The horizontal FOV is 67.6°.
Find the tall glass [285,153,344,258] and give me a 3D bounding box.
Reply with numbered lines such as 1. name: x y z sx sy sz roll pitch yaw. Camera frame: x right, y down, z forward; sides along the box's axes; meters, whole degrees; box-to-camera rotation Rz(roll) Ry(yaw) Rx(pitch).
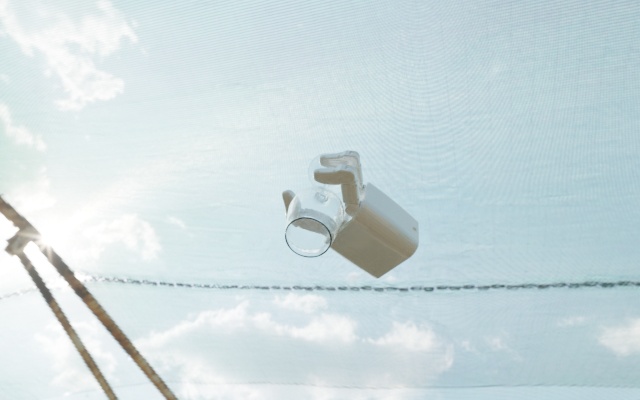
1. tall glass: 0.000 0.002 0.699 0.079 0.079 0.201 0 28 11
